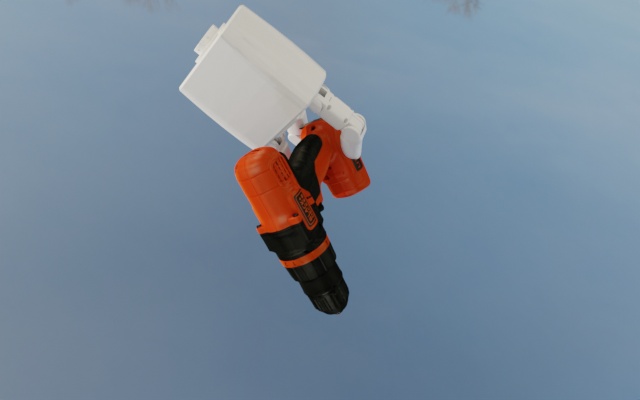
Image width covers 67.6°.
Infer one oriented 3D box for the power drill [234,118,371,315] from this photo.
[{"bbox_3d":[0.000,0.001,0.512,0.057,0.184,0.187,-16,22,26],"label":"power drill"}]
